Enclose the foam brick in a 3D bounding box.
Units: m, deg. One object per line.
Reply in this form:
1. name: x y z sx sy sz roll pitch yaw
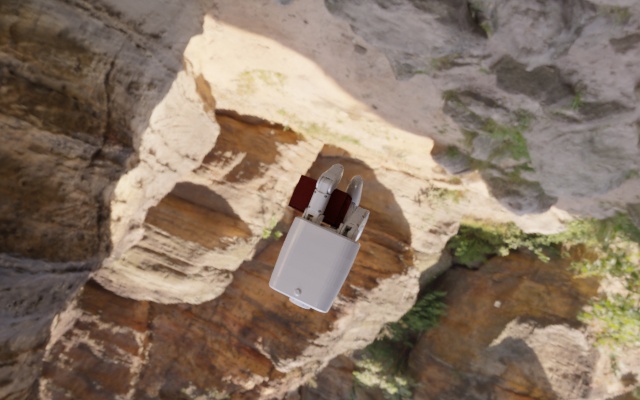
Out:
1. foam brick: 0.000 0.002 0.705 0.078 0.051 0.053 23 -3 13
